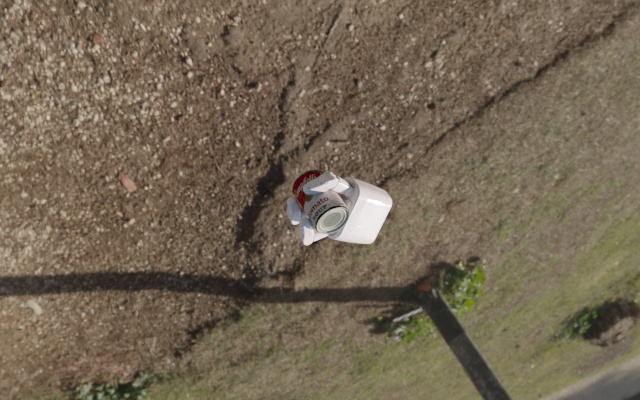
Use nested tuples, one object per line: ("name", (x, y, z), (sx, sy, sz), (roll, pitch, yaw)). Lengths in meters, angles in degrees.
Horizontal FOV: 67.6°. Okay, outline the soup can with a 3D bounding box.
("soup can", (0.000, 0.003, 0.853), (0.068, 0.068, 0.102), (0, 41, -35))
